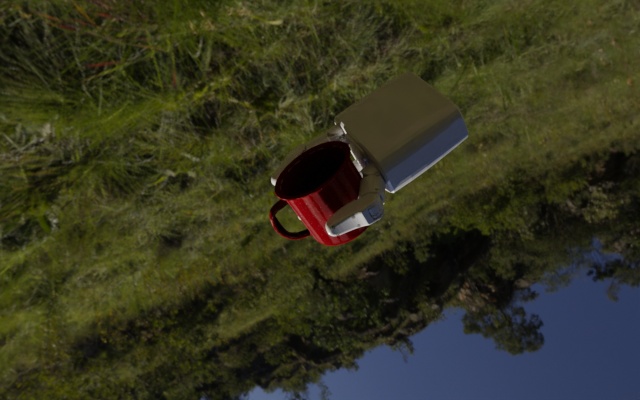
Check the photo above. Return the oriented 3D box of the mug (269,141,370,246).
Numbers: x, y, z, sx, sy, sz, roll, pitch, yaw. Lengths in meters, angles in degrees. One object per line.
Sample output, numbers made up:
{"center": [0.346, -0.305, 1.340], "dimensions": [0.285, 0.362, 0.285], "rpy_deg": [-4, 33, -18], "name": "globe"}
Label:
{"center": [-0.001, 0.003, 0.524], "dimensions": [0.117, 0.081, 0.093], "rpy_deg": [-34, 30, 1], "name": "mug"}
